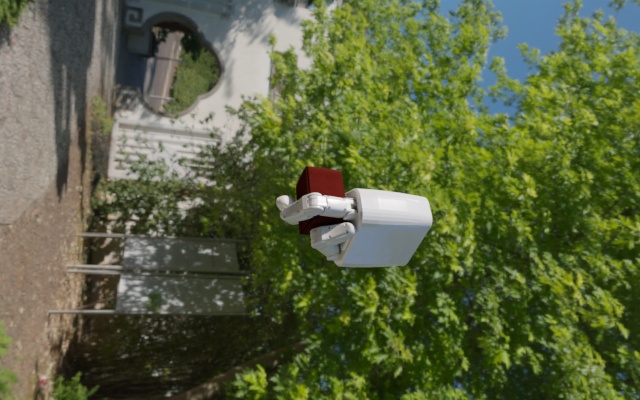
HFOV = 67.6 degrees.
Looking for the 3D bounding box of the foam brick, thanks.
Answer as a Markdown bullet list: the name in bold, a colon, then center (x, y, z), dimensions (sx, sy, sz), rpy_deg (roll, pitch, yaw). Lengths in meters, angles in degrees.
- **foam brick**: center (0.000, 0.002, 0.637), dimensions (0.051, 0.078, 0.053), rpy_deg (4, -29, -19)
